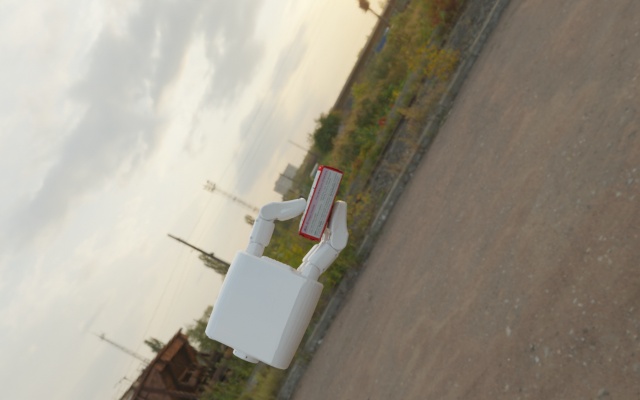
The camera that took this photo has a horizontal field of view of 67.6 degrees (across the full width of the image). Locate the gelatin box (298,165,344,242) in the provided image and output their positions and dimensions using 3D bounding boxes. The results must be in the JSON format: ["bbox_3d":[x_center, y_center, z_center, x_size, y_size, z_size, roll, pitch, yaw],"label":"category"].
[{"bbox_3d":[0.000,0.001,0.588,0.030,0.089,0.073,18,3,-3],"label":"gelatin box"}]
